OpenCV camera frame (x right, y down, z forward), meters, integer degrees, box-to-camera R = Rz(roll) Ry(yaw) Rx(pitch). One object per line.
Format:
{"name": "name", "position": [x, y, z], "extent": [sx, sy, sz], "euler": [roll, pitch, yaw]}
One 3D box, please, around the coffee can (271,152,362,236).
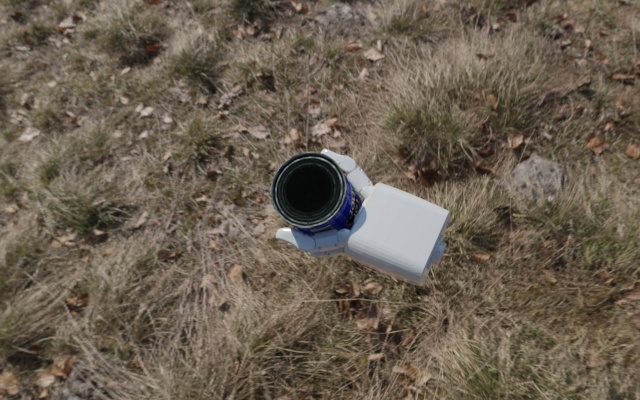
{"name": "coffee can", "position": [0.000, 0.002, 0.681], "extent": [0.103, 0.102, 0.140], "euler": [0, -14, 14]}
